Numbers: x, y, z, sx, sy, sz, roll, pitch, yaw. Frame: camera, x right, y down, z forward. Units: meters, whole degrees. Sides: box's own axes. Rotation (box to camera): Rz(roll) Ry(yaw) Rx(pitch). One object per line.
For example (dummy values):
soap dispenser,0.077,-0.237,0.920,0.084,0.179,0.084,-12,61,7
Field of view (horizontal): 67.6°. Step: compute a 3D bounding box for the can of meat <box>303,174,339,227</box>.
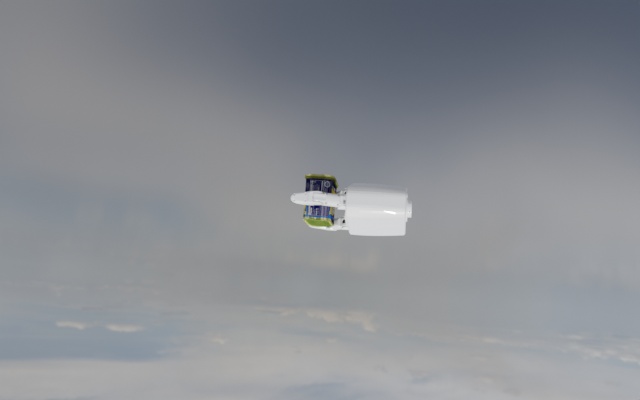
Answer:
can of meat,0.000,0.003,0.899,0.057,0.084,0.102,3,-10,8
